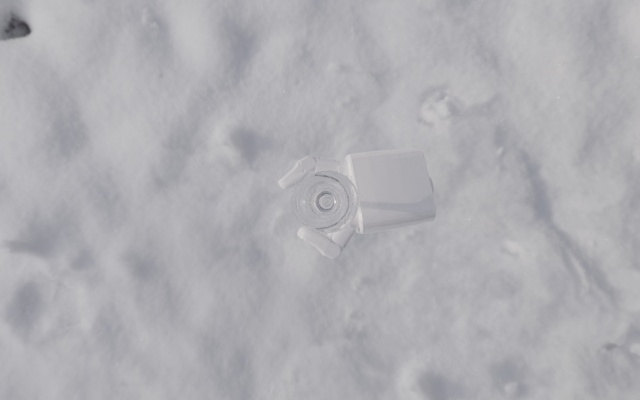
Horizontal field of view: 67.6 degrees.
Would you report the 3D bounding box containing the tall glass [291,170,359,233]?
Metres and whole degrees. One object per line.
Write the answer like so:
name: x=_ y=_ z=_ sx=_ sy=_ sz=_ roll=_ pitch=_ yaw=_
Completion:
tall glass: x=0.000 y=0.002 z=0.658 sx=0.079 sy=0.079 sz=0.201 roll=0 pitch=0 yaw=-5
